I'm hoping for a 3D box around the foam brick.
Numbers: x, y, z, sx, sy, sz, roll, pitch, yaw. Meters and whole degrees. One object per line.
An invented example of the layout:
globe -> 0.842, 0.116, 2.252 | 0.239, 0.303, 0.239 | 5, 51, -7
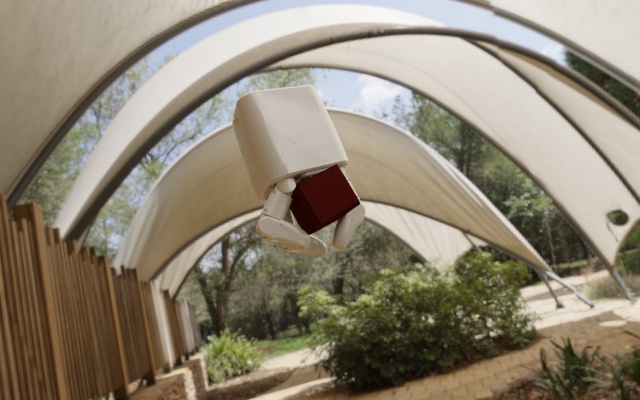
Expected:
foam brick -> 0.000, 0.002, 0.537 | 0.053, 0.051, 0.078 | -27, -6, -20
